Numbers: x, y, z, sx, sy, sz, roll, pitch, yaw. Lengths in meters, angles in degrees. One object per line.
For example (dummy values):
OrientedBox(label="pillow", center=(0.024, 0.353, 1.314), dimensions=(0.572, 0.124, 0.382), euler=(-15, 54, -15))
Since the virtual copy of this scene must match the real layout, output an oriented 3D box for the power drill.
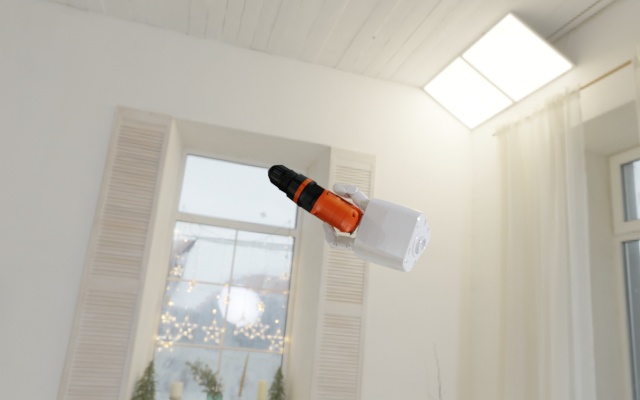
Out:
OrientedBox(label="power drill", center=(0.001, 0.003, 0.898), dimensions=(0.184, 0.057, 0.188), euler=(35, 4, 17))
